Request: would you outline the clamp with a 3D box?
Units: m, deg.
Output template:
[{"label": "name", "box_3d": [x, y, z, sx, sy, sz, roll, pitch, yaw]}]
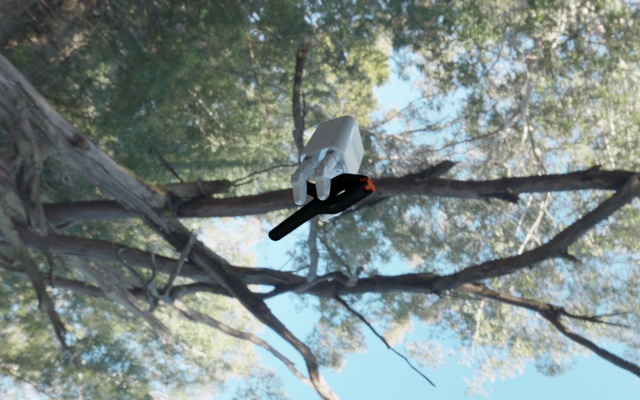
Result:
[{"label": "clamp", "box_3d": [0.001, 0.003, 0.884, 0.210, 0.164, 0.036, -11, -51, 36]}]
